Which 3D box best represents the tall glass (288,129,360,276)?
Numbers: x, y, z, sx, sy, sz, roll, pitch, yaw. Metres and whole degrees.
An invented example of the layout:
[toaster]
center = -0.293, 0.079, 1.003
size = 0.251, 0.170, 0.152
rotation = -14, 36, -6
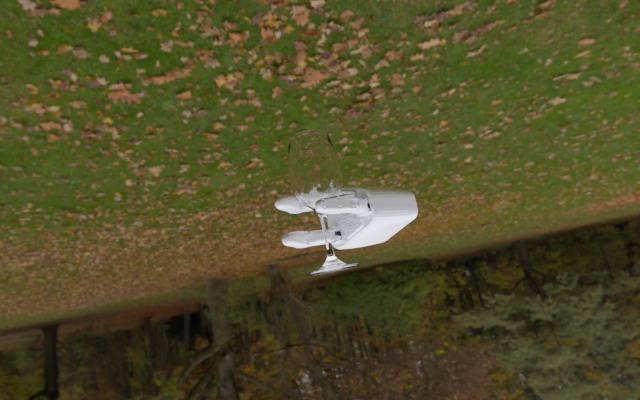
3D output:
[tall glass]
center = 0.000, 0.003, 0.687
size = 0.079, 0.201, 0.079
rotation = -11, -11, -2
